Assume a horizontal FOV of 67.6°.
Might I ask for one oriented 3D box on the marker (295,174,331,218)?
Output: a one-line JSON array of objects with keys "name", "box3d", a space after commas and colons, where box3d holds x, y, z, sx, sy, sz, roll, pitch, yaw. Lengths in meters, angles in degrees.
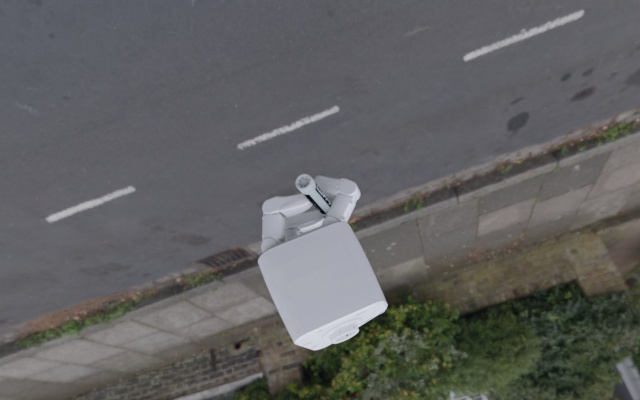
[{"name": "marker", "box3d": [0.000, 0.002, 0.558, 0.020, 0.020, 0.121, 0, -21, 19]}]
